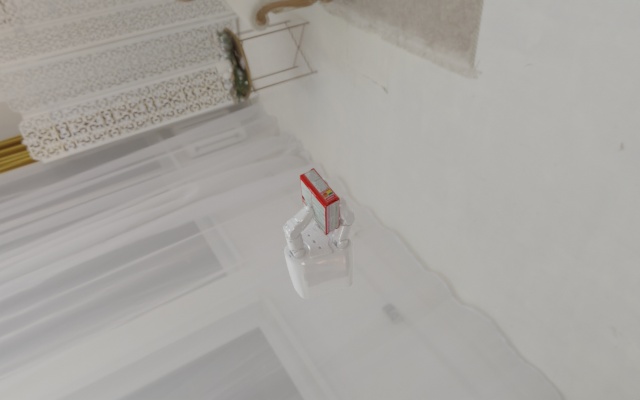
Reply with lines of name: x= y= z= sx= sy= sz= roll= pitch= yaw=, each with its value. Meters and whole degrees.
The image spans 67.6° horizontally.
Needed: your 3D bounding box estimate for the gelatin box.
gelatin box: x=0.000 y=0.003 z=0.769 sx=0.030 sy=0.073 sz=0.089 roll=-30 pitch=-30 yaw=-17
